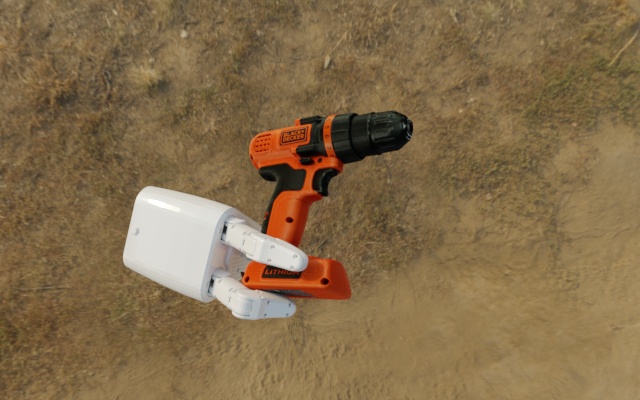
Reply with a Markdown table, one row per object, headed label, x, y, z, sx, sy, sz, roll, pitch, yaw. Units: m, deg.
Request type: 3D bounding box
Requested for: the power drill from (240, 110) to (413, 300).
| label | x | y | z | sx | sy | sz | roll | pitch | yaw |
| --- | --- | --- | --- | --- | --- | --- | --- | --- | --- |
| power drill | 0.000 | 0.002 | 0.477 | 0.184 | 0.187 | 0.057 | -7 | -26 | 31 |
